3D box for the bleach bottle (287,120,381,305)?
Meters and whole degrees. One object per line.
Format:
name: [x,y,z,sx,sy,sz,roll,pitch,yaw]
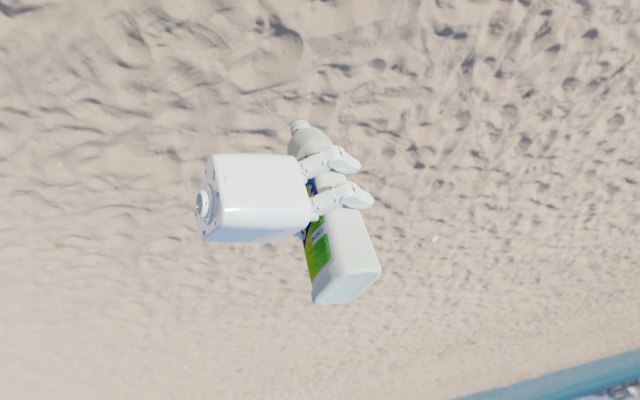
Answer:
bleach bottle: [0.000,0.002,0.633,0.068,0.250,0.103,0,-34,-29]
